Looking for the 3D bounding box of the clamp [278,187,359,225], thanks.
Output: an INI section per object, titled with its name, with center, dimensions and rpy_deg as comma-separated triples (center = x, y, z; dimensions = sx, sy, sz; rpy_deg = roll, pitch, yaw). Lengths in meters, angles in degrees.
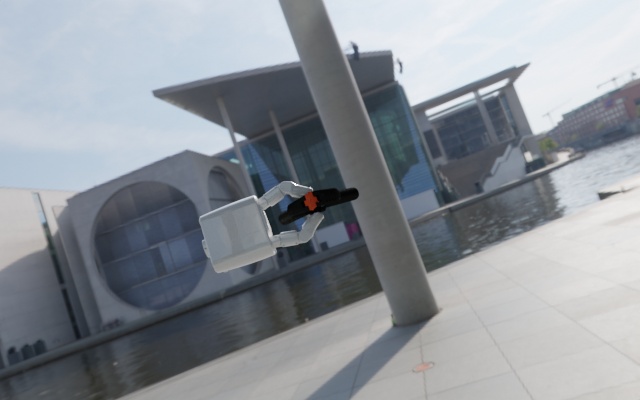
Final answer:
[clamp]
center = 0.000, 0.002, 0.849
dimensions = 0.164, 0.036, 0.210
rpy_deg = -21, -5, -5
